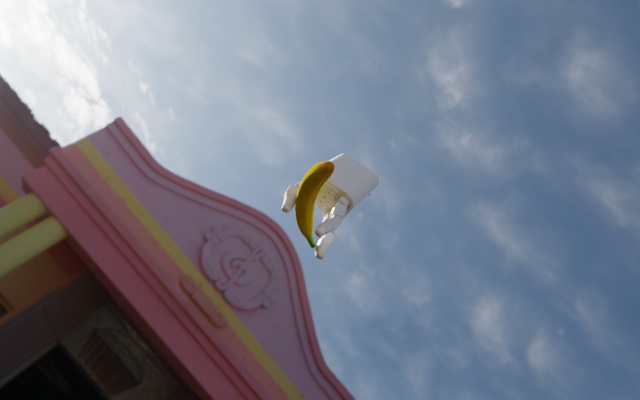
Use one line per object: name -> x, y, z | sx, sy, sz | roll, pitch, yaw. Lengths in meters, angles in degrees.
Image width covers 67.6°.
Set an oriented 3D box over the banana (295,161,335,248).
banana -> -0.015, -0.004, 0.876 | 0.069, 0.198, 0.037 | 33, 44, 25
